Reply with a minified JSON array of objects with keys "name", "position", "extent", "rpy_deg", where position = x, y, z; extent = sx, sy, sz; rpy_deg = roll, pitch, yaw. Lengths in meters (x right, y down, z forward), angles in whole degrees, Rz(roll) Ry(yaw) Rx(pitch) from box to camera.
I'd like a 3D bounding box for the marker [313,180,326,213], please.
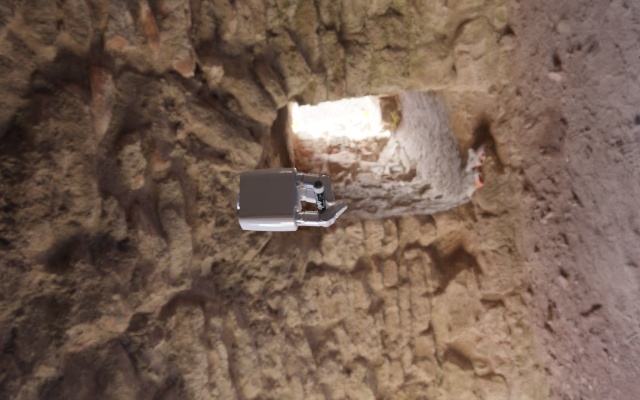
[{"name":"marker","position":[0.000,0.003,0.871],"extent":[0.020,0.020,0.121],"rpy_deg":[0,-30,5]}]
